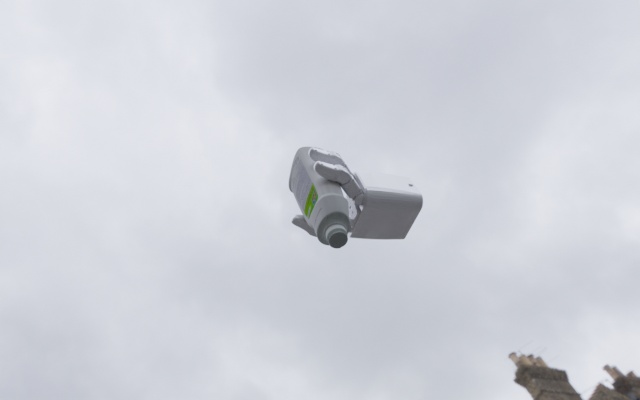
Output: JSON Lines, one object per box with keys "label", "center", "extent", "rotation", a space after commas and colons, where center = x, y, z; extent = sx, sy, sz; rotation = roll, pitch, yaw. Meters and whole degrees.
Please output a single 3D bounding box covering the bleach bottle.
{"label": "bleach bottle", "center": [0.000, 0.002, 0.789], "extent": [0.068, 0.103, 0.250], "rotation": [5, 28, -15]}
